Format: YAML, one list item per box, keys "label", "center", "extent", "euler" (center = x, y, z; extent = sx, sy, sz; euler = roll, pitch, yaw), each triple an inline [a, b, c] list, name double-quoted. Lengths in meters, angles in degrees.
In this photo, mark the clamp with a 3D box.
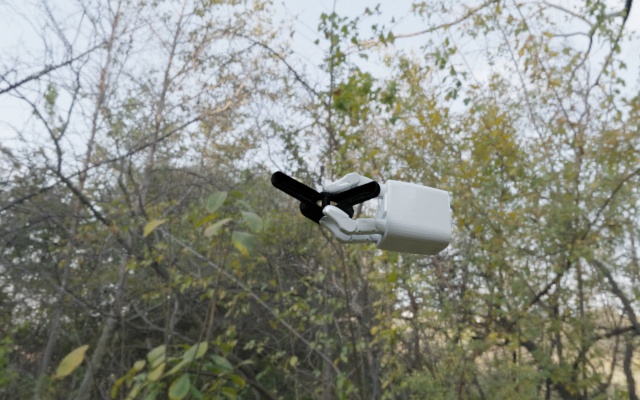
- label: "clamp"
  center: [0.000, 0.002, 0.795]
  extent: [0.164, 0.036, 0.210]
  euler: [9, -19, -2]
